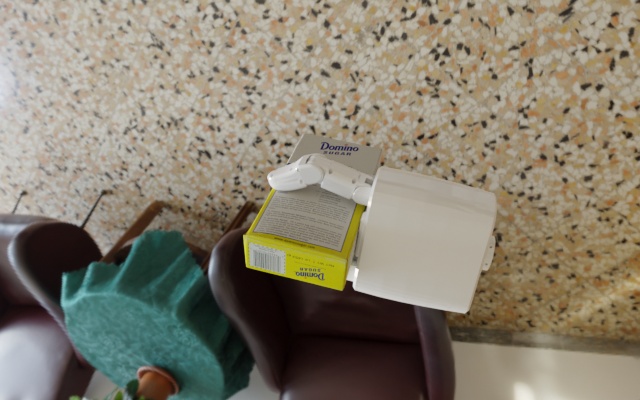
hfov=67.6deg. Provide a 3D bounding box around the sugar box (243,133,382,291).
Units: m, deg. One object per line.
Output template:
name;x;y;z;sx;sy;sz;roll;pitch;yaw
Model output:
sugar box;0.000;0.002;0.472;0.093;0.048;0.176;13;38;10
